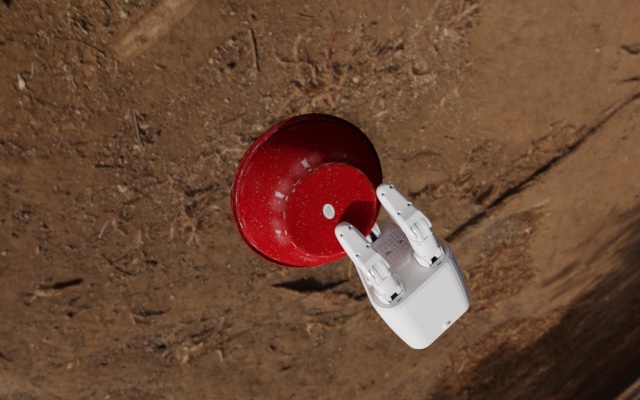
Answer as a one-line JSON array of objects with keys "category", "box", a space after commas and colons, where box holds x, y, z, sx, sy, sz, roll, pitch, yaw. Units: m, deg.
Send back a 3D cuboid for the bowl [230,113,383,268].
[{"category": "bowl", "box": [-0.001, 0.001, 0.453, 0.162, 0.162, 0.055, 0, 18, -23]}]
